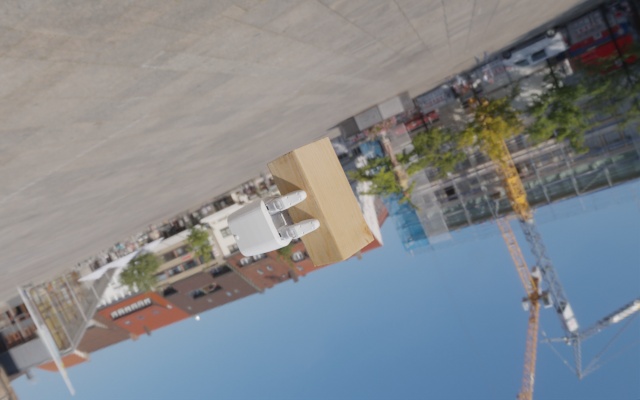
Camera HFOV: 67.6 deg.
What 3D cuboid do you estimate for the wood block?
[{"bbox_3d":[0.000,0.003,0.864,0.091,0.206,0.090,-28,6,-42],"label":"wood block"}]
